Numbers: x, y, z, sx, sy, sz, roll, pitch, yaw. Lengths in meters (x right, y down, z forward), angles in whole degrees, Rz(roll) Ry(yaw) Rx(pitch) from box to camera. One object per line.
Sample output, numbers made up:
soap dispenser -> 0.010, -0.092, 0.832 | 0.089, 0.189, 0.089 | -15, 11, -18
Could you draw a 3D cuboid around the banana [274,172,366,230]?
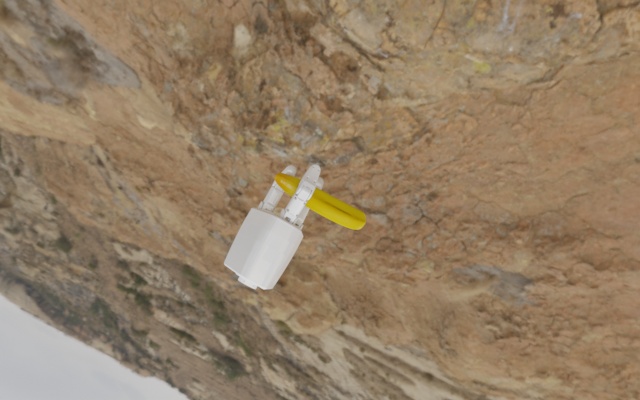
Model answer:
banana -> 0.012, 0.009, 0.783 | 0.198, 0.037, 0.069 | 27, 1, -36
